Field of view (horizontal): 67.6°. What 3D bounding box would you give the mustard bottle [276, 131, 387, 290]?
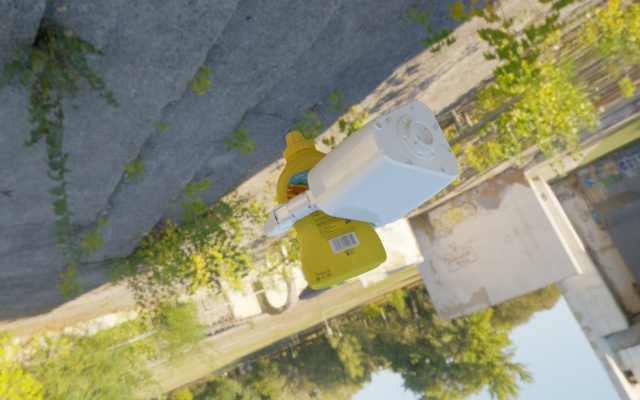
[{"bbox_3d":[0.000,0.002,0.571,0.096,0.191,0.058,-18,-16,-16],"label":"mustard bottle"}]
